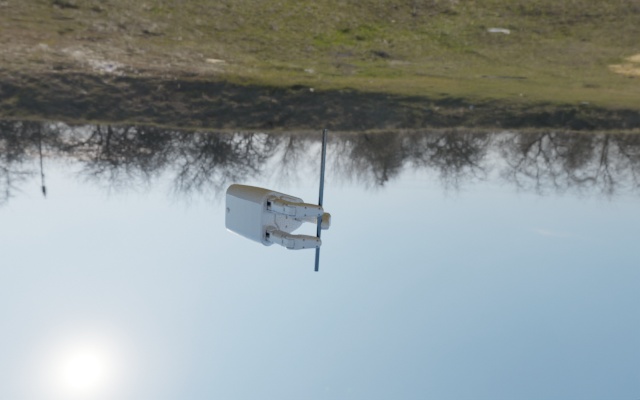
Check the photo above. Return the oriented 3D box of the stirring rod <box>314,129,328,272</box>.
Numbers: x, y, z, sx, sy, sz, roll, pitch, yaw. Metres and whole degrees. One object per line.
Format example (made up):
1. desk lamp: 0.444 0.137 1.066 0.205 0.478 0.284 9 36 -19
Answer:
1. stirring rod: 0.000 0.002 0.790 0.011 0.239 0.011 3 12 -1
